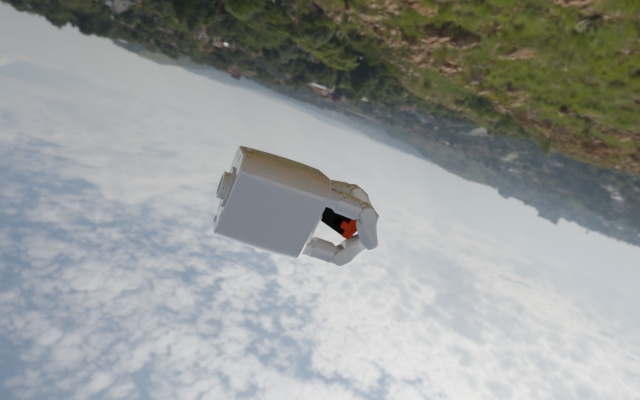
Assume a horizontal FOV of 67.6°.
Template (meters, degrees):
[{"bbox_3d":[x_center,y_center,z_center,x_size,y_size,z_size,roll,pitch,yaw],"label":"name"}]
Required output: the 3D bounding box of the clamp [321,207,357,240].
[{"bbox_3d":[0.000,0.003,0.655,0.120,0.039,0.171,19,9,-18],"label":"clamp"}]
